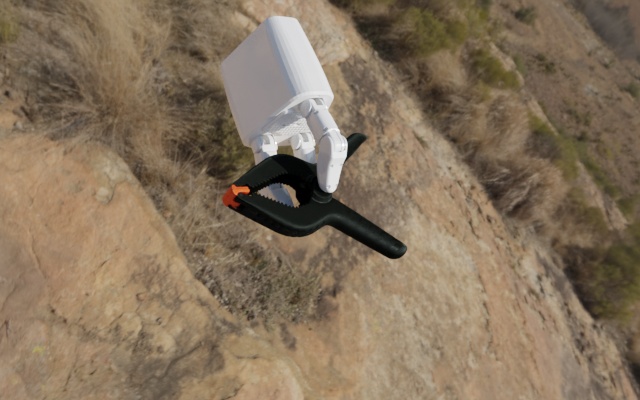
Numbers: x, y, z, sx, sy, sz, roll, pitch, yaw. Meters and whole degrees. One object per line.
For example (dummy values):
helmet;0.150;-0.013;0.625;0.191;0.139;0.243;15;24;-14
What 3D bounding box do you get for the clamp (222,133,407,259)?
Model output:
clamp;0.000;0.001;0.517;0.210;0.164;0.036;-9;-22;-37
